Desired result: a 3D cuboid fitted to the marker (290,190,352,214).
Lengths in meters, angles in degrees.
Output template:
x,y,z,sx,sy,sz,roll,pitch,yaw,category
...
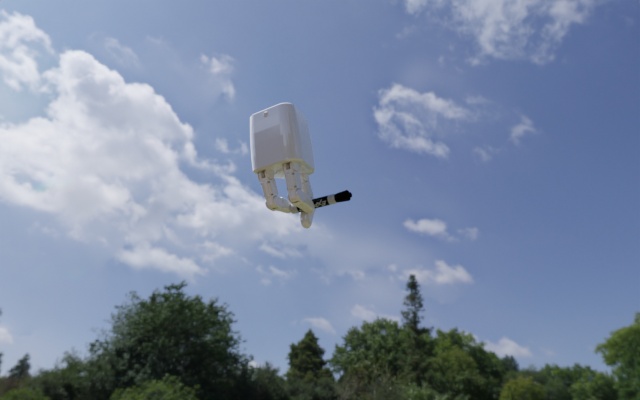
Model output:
x,y,z,sx,sy,sz,roll,pitch,yaw,category
0.000,0.003,0.831,0.121,0.020,0.020,-14,-7,30,marker
